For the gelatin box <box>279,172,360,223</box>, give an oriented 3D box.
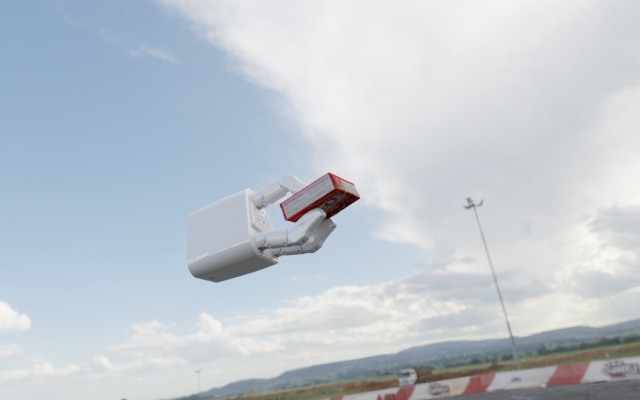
[{"bbox_3d":[0.000,0.002,0.659,0.089,0.030,0.073,-33,-25,21],"label":"gelatin box"}]
